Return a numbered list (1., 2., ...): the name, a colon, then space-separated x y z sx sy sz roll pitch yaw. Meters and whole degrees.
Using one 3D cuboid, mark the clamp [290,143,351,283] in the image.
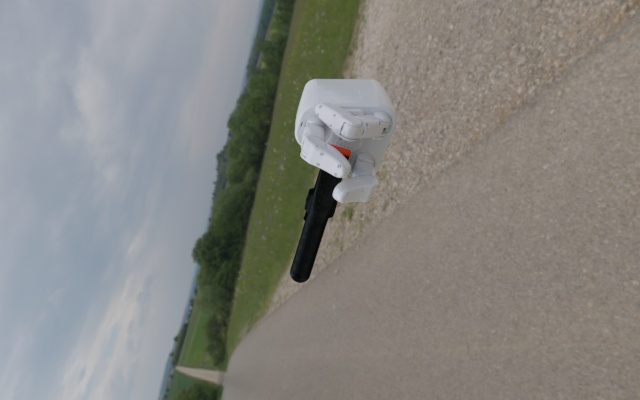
1. clamp: 0.000 0.002 0.572 0.039 0.171 0.120 15 31 -9
